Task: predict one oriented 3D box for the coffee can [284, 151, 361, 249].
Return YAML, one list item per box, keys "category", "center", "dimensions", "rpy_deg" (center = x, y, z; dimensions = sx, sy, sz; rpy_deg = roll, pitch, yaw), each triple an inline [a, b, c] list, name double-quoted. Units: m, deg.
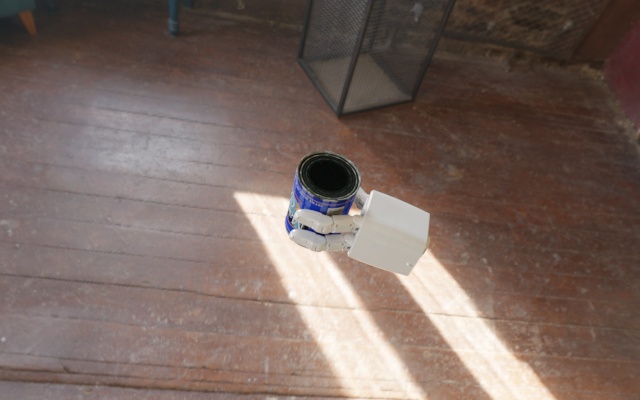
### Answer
- category: "coffee can"
  center: [0.000, 0.003, 0.792]
  dimensions: [0.103, 0.102, 0.140]
  rpy_deg: [0, -37, -14]
